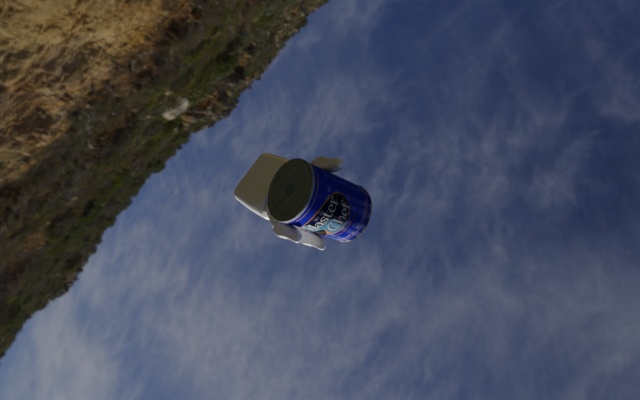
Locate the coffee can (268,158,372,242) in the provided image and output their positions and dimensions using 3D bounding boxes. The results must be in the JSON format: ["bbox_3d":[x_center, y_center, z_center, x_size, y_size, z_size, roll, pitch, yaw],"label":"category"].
[{"bbox_3d":[0.000,0.002,0.776,0.140,0.102,0.103,22,-15,-41],"label":"coffee can"}]
